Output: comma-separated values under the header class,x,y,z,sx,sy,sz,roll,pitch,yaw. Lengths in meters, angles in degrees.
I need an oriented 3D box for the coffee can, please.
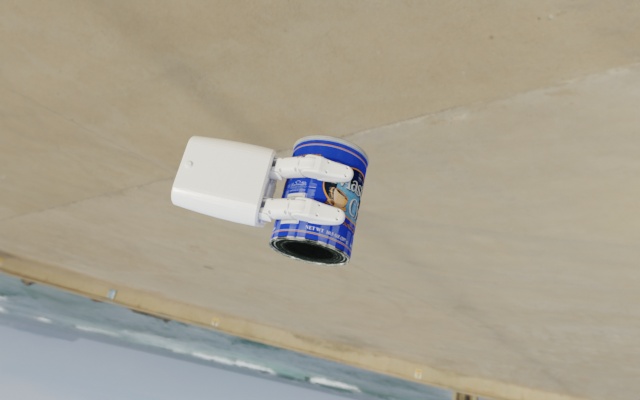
class,x,y,z,sx,sy,sz,roll,pitch,yaw
coffee can,0.000,0.002,0.614,0.103,0.140,0.103,11,-21,4
